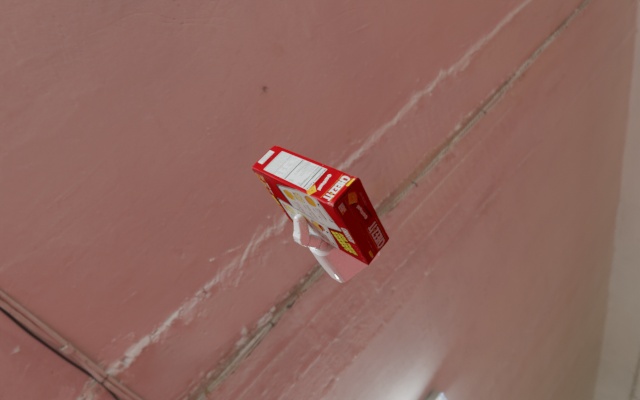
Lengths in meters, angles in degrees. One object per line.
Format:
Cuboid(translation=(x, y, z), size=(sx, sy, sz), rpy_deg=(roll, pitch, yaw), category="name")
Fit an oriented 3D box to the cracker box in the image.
Cuboid(translation=(0.000, 0.003, 0.826), size=(0.213, 0.072, 0.164), rpy_deg=(25, -24, 43), category="cracker box")
